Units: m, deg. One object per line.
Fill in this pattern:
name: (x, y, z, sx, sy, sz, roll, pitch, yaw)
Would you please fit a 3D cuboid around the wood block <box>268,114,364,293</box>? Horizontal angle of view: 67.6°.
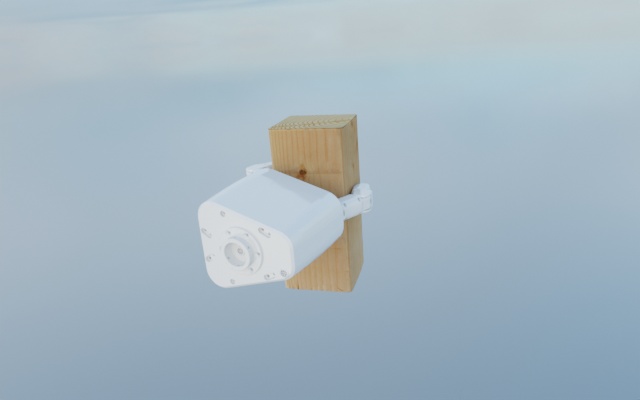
wood block: (0.000, 0.002, 0.604, 0.091, 0.206, 0.090, 1, 20, 15)
